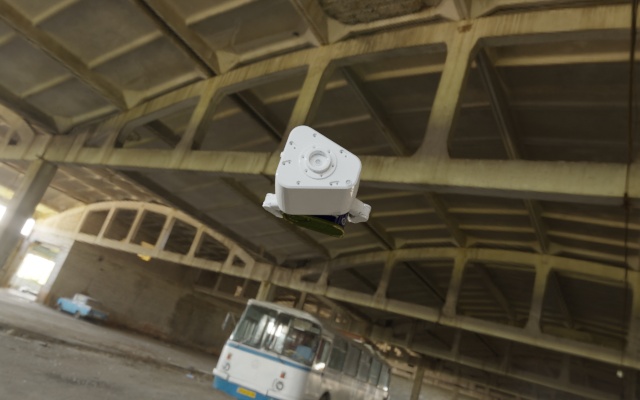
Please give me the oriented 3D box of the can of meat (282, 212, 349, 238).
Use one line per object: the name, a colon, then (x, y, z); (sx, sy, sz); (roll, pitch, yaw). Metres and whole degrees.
can of meat: (0.000, 0.002, 0.765); (0.102, 0.084, 0.057); (16, -18, 6)
